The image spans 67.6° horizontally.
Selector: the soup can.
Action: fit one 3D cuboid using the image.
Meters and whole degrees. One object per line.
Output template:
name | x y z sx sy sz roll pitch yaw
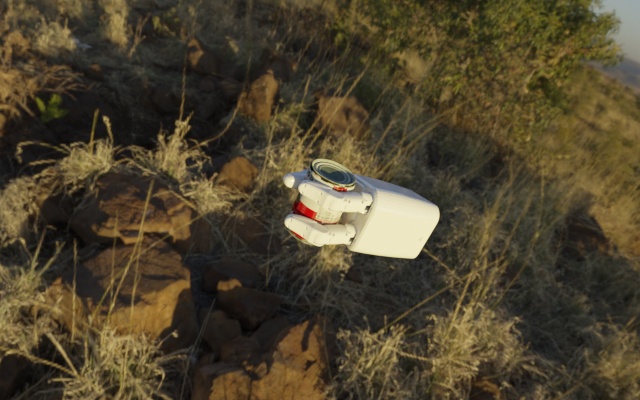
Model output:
soup can | 0.000 0.002 0.661 0.068 0.102 0.068 18 29 -10
